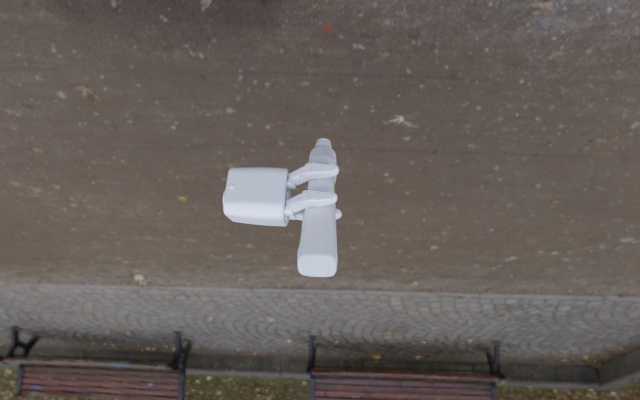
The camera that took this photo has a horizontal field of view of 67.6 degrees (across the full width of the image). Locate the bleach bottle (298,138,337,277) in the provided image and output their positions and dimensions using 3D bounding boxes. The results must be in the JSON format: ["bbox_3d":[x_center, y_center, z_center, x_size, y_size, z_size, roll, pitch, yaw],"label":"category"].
[{"bbox_3d":[0.000,0.003,0.862,0.068,0.250,0.103,3,-29,1],"label":"bleach bottle"}]
